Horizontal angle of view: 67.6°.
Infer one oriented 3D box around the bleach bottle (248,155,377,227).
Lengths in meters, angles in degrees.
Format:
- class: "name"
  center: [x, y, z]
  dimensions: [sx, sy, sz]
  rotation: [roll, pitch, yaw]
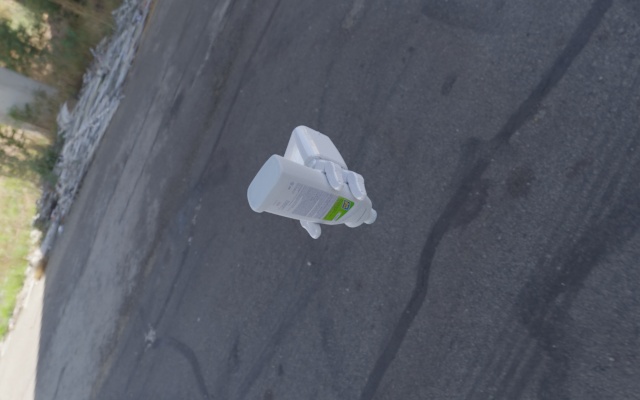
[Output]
- class: "bleach bottle"
  center: [0.000, 0.003, 0.867]
  dimensions: [0.251, 0.102, 0.068]
  rotation: [20, 30, -36]
